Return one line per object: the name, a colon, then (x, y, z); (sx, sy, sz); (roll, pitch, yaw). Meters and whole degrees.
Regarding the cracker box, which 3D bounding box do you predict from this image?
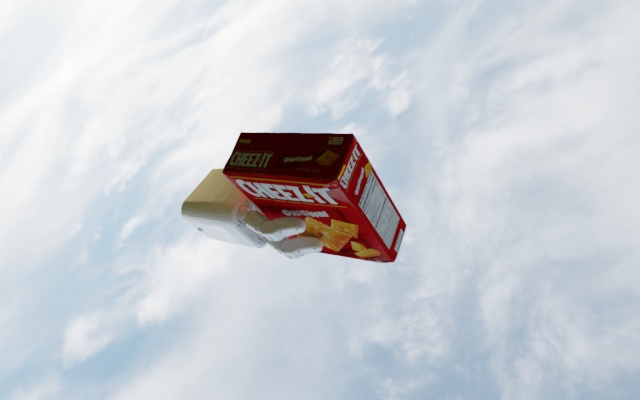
cracker box: (0.000, 0.002, 0.625); (0.164, 0.072, 0.214); (5, -28, 31)
